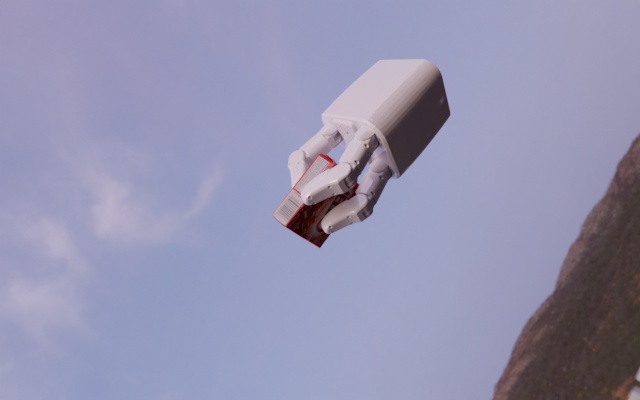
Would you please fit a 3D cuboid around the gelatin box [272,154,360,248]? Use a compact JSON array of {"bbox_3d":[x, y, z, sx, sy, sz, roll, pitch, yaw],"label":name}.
[{"bbox_3d":[0.000,0.002,0.536,0.030,0.089,0.073,38,1,39],"label":"gelatin box"}]
